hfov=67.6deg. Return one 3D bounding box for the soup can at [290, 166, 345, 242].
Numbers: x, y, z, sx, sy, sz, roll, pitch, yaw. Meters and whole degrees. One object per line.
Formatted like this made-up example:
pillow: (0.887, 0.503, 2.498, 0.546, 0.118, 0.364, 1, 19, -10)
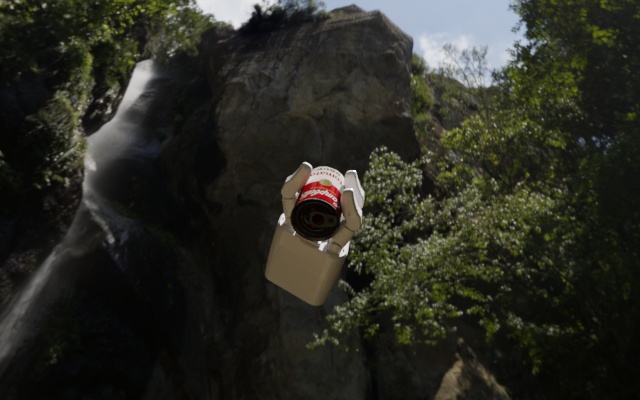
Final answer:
soup can: (0.000, 0.002, 0.680, 0.068, 0.068, 0.102, 0, 30, 10)
